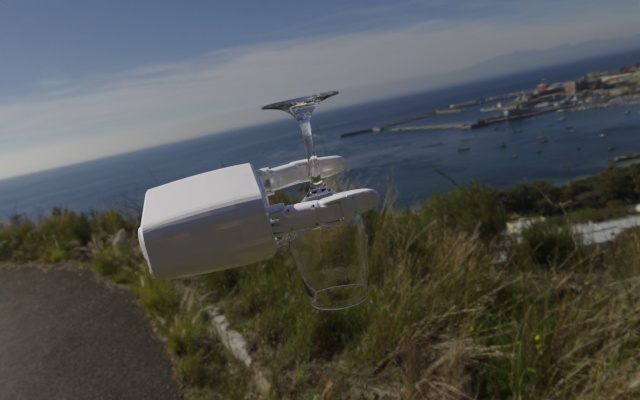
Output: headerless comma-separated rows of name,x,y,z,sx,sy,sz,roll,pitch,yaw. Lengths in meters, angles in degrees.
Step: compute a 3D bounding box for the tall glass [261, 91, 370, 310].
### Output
tall glass,0.000,0.001,0.464,0.079,0.201,0.079,-12,10,2
